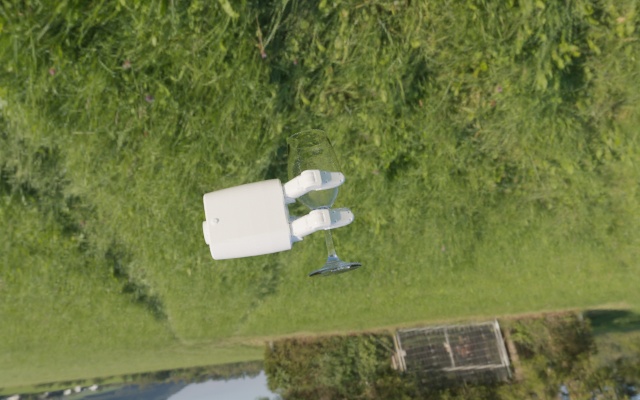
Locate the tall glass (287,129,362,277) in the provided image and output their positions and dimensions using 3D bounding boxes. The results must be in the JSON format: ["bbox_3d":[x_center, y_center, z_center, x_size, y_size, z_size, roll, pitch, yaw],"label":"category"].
[{"bbox_3d":[0.000,0.003,0.676,0.079,0.201,0.079,-11,-16,-3],"label":"tall glass"}]
